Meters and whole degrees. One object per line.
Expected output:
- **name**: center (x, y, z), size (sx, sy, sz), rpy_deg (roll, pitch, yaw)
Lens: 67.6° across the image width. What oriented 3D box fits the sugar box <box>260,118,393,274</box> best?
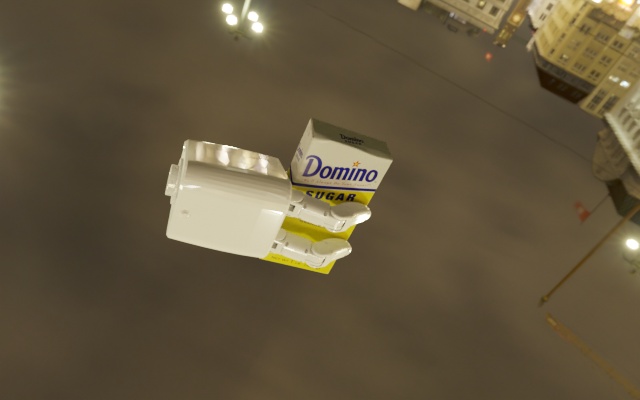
- **sugar box**: center (0.000, 0.002, 0.543), size (0.093, 0.176, 0.048), rpy_deg (14, 36, -17)
